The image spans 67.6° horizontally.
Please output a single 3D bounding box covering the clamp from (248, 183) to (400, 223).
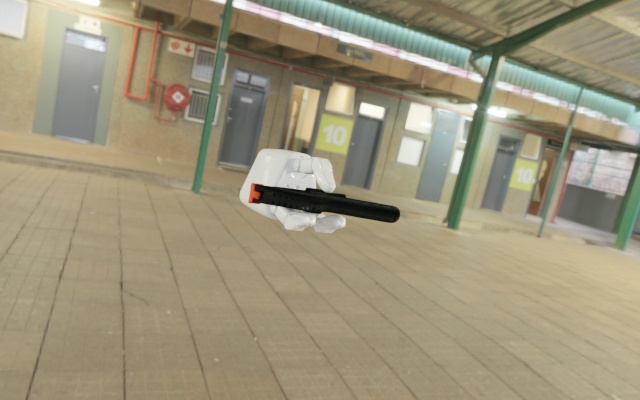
[{"bbox_3d":[0.000,0.001,0.697,0.210,0.036,0.164,7,3,-36],"label":"clamp"}]
